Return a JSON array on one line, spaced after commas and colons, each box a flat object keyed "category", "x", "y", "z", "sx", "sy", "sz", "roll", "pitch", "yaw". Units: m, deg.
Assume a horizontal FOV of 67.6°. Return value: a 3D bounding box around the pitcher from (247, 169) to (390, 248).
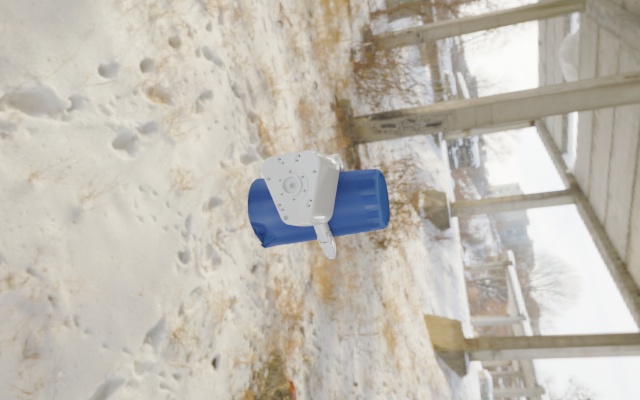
[{"category": "pitcher", "x": 0.000, "y": 0.003, "z": 0.882, "sx": 0.243, "sy": 0.149, "sz": 0.145, "roll": -7, "pitch": -5, "yaw": 16}]
